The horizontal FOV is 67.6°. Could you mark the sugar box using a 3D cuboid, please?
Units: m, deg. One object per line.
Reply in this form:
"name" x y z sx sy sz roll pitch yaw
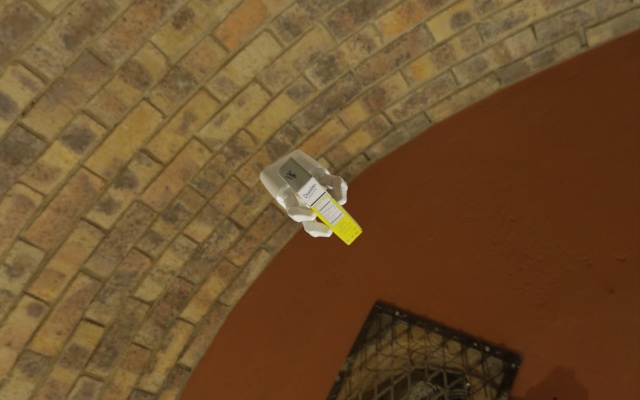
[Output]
"sugar box" 0.000 0.003 0.879 0.176 0.048 0.093 43 1 -39
